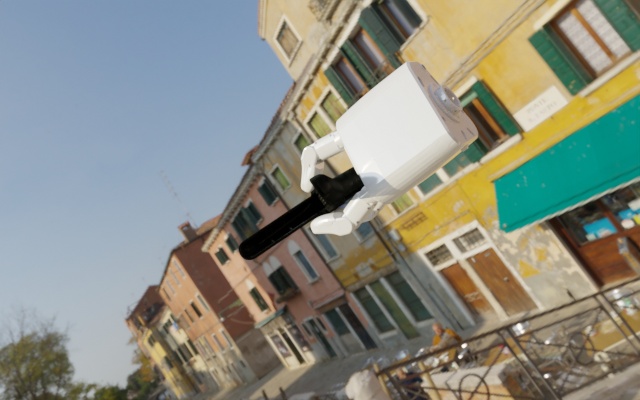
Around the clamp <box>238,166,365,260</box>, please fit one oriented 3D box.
[{"bbox_3d":[0.000,0.001,0.589,0.165,0.036,0.210,-38,-7,33],"label":"clamp"}]
